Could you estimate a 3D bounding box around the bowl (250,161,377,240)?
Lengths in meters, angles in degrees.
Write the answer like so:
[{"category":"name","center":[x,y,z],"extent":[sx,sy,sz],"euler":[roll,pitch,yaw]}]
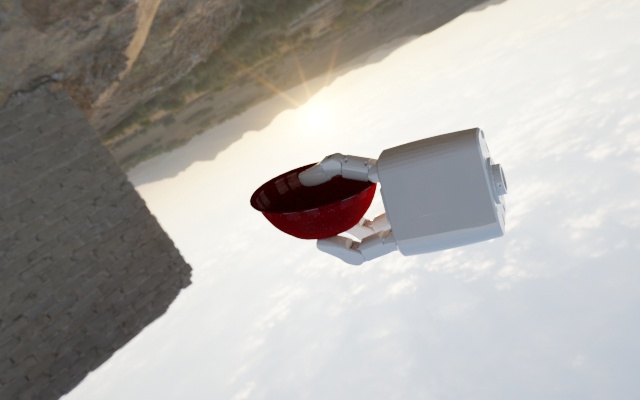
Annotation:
[{"category":"bowl","center":[-0.001,0.002,0.572],"extent":[0.162,0.055,0.162],"euler":[-12,21,5]}]
